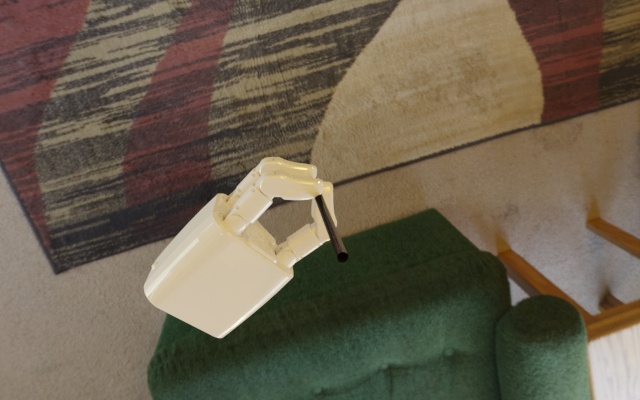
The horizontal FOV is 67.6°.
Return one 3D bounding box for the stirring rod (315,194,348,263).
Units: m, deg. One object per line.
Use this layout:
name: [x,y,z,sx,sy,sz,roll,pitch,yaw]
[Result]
stirring rod: [0.000,0.001,0.441,0.011,0.011,0.239,0,18,-8]
